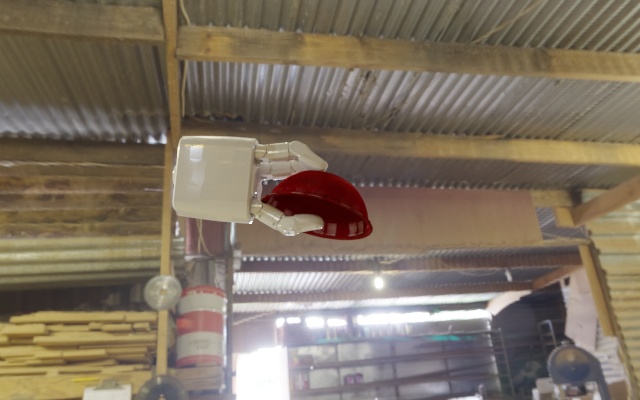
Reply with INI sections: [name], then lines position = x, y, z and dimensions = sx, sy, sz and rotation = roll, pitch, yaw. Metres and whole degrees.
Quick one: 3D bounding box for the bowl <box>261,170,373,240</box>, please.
[bowl]
position = 0.001, 0.002, 0.677
dimensions = 0.162, 0.055, 0.162
rotation = 13, -22, 5
